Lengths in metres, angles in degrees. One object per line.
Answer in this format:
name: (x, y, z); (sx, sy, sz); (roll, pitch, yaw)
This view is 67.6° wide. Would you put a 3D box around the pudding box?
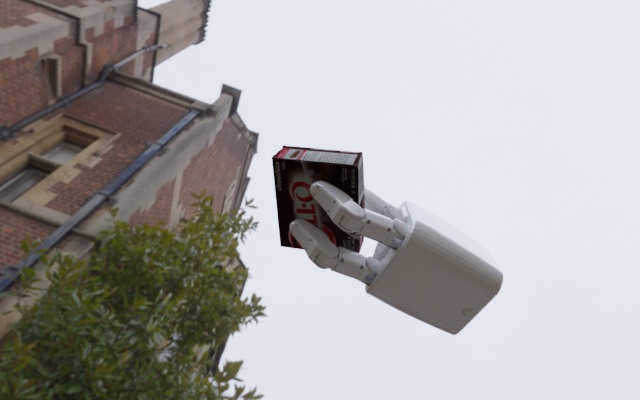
pudding box: (0.000, 0.002, 0.504); (0.090, 0.113, 0.039); (6, 29, 15)
